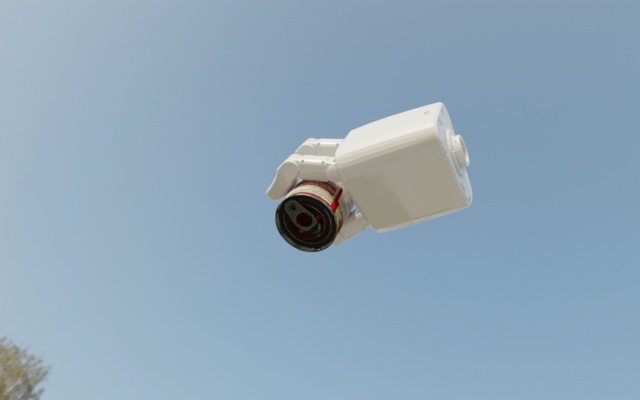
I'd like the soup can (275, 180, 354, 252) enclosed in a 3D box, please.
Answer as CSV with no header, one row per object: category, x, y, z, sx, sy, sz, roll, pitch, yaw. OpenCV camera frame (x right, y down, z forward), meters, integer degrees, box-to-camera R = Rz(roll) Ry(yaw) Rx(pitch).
soup can,0.000,0.002,0.529,0.068,0.068,0.102,0,26,20
